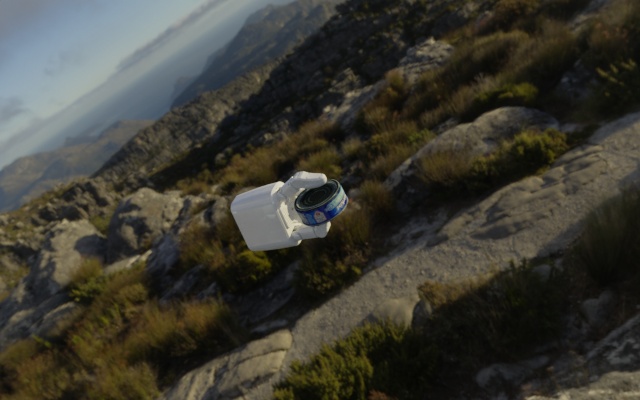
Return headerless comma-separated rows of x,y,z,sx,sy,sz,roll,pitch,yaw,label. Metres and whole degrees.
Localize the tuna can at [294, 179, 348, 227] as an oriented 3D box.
0.000,0.002,0.785,0.086,0.034,0.086,-22,28,13,tuna can
